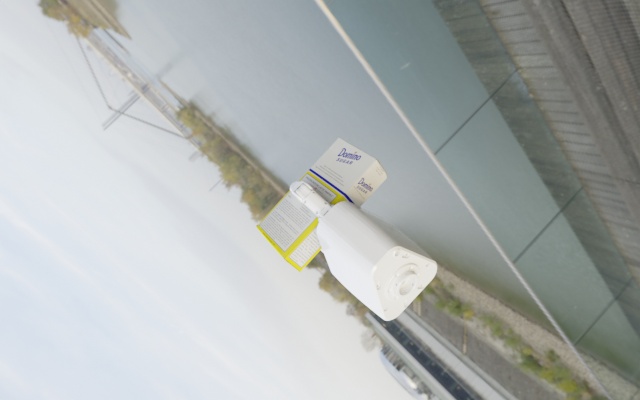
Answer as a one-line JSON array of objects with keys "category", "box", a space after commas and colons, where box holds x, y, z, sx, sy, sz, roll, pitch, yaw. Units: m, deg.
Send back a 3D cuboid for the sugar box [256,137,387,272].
[{"category": "sugar box", "box": [0.000, 0.003, 0.651, 0.093, 0.176, 0.048, 40, -8, 48]}]
